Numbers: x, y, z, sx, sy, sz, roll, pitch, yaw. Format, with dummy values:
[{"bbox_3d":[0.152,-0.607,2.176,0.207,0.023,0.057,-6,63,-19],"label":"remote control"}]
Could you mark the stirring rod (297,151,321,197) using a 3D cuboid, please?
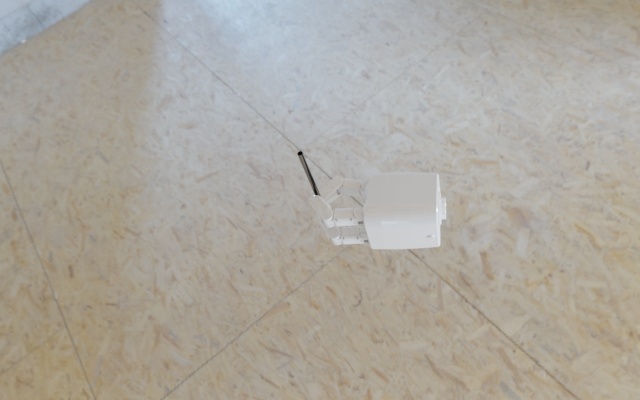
[{"bbox_3d":[0.000,0.002,0.757,0.011,0.011,0.240,0,-34,17],"label":"stirring rod"}]
